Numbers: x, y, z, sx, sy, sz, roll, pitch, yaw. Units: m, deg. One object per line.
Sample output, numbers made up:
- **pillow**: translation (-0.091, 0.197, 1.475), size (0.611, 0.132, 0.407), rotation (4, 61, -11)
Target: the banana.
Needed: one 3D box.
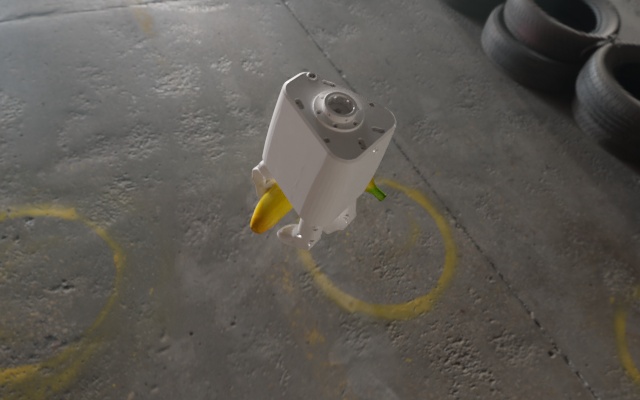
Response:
- **banana**: translation (-0.005, -0.015, 0.597), size (0.198, 0.069, 0.037), rotation (-15, -23, -29)
